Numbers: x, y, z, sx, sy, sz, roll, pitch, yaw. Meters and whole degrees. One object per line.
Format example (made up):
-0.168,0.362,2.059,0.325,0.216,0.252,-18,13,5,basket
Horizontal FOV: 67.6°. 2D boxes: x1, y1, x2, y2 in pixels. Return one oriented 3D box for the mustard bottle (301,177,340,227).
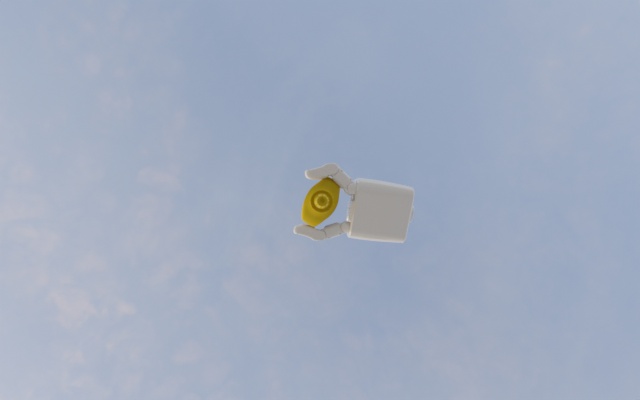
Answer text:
0.000,0.003,0.895,0.058,0.096,0.191,32,-2,-2,mustard bottle
